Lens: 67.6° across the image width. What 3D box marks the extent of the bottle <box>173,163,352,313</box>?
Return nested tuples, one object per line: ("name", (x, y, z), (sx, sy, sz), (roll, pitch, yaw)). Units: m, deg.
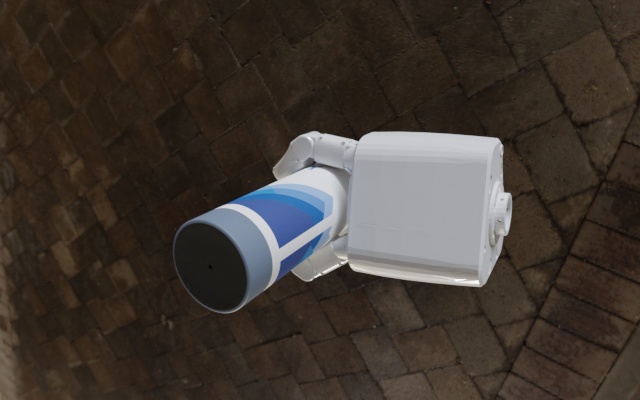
("bottle", (0.000, 0.001, 0.431), (0.069, 0.069, 0.295), (0, 17, 31))
